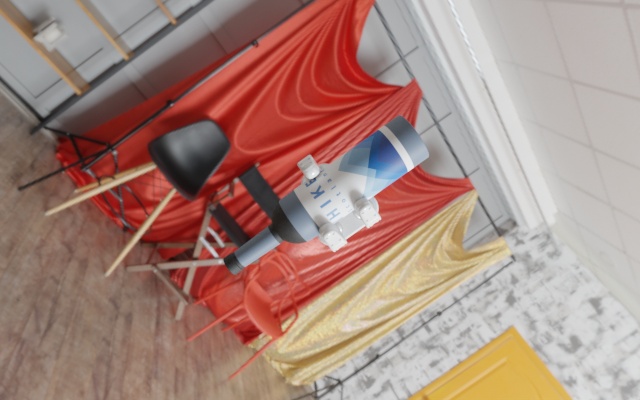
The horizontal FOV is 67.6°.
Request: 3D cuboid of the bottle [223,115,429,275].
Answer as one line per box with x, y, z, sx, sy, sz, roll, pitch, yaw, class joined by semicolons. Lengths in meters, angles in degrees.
0.000;0.002;0.621;0.296;0.069;0.069;-35;-2;3;bottle
